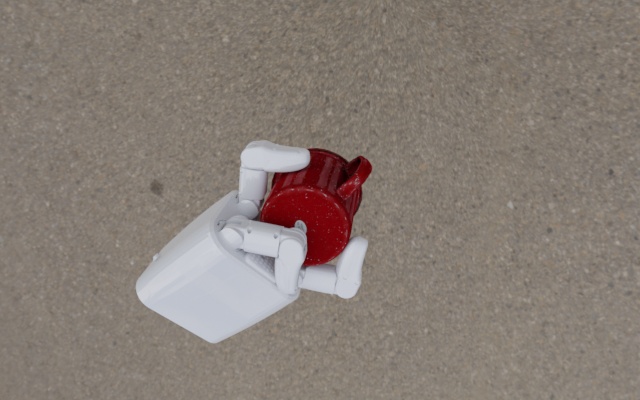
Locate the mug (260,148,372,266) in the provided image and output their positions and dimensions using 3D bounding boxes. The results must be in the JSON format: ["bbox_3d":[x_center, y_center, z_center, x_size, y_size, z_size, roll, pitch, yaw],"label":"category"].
[{"bbox_3d":[0.001,0.001,0.443,0.117,0.093,0.081,-34,16,21],"label":"mug"}]
